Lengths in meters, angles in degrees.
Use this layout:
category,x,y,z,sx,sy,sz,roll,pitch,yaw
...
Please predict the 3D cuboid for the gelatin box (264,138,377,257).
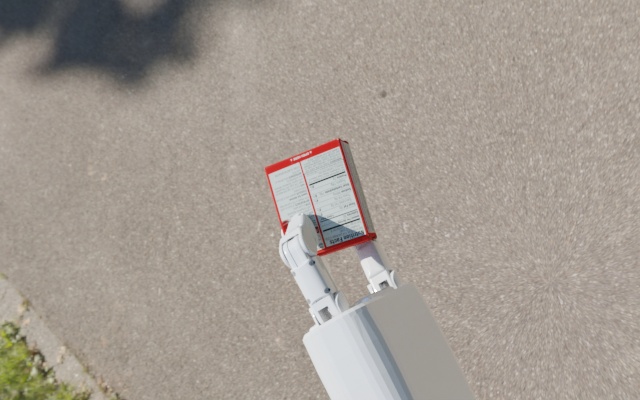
category,x,y,z,sx,sy,sz,roll,pitch,yaw
gelatin box,0.000,0.001,0.407,0.073,0.089,0.030,-20,-9,20
